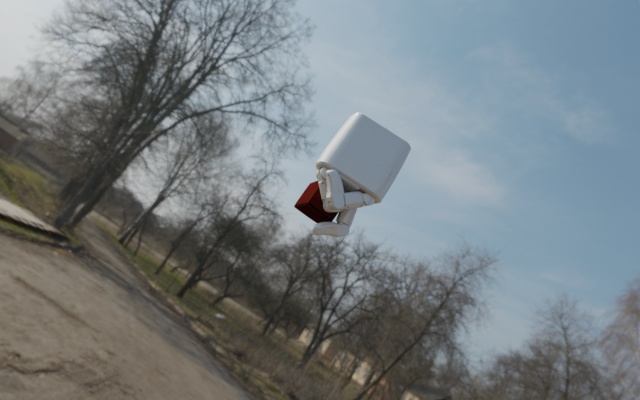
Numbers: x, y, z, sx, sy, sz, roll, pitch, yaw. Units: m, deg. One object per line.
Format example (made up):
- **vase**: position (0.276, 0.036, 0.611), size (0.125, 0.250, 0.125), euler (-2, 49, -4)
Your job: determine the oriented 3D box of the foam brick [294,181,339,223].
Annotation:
- **foam brick**: position (0.000, 0.003, 0.793), size (0.053, 0.051, 0.078), euler (37, -15, -14)
